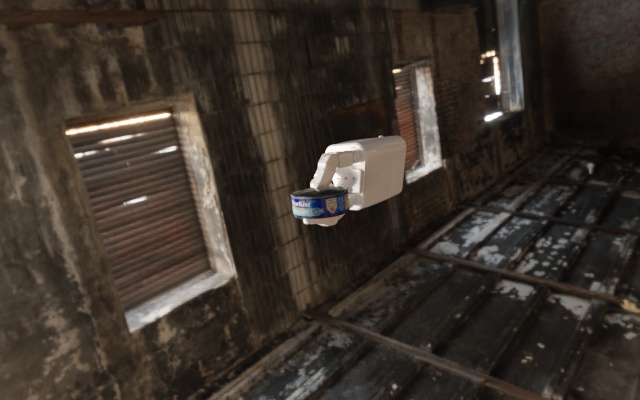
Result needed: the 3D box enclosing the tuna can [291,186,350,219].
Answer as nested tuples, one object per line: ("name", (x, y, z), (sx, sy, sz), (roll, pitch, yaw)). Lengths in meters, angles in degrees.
("tuna can", (0.000, 0.003, 0.710), (0.086, 0.034, 0.086), (-5, 10, 1))
